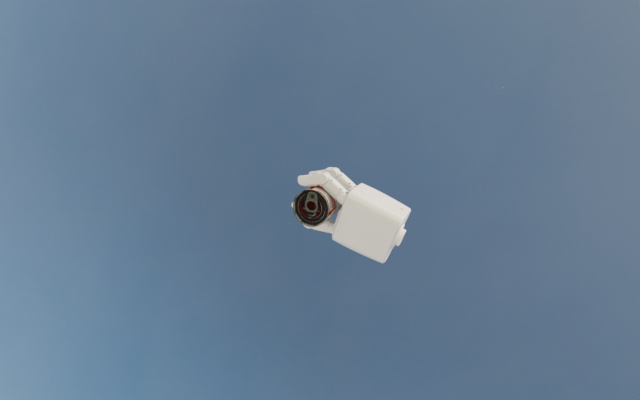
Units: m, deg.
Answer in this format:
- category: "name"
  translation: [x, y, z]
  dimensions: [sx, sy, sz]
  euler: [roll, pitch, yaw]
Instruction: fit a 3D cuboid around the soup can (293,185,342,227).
- category: "soup can"
  translation: [0.000, 0.003, 0.878]
  dimensions: [0.068, 0.068, 0.102]
  euler: [0, 12, 21]
